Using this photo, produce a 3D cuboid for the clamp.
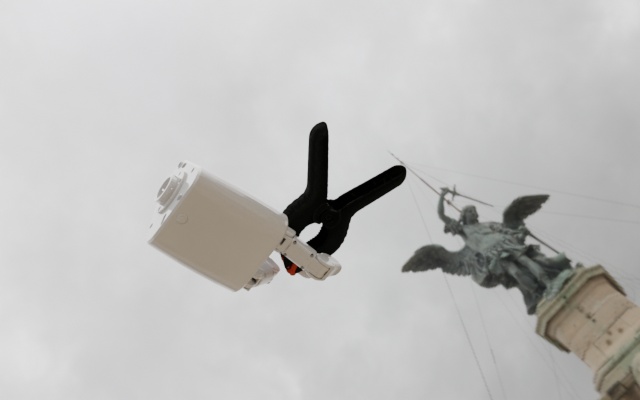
[{"bbox_3d":[0.000,0.002,0.512,0.120,0.171,0.039,36,10,-22],"label":"clamp"}]
